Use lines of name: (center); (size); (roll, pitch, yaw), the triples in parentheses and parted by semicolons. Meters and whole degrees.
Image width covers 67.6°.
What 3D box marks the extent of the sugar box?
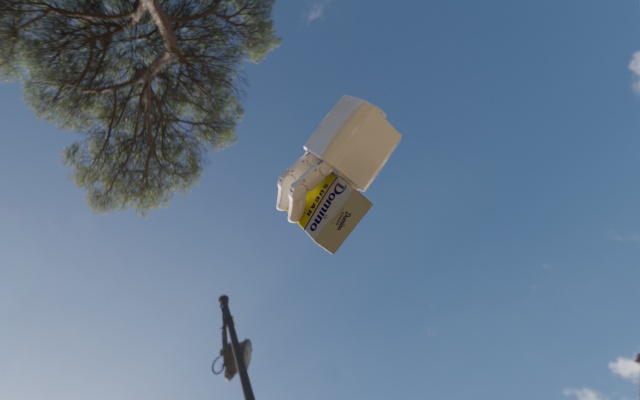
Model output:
sugar box: (0.000, 0.002, 0.726); (0.048, 0.093, 0.176); (38, 1, -27)
